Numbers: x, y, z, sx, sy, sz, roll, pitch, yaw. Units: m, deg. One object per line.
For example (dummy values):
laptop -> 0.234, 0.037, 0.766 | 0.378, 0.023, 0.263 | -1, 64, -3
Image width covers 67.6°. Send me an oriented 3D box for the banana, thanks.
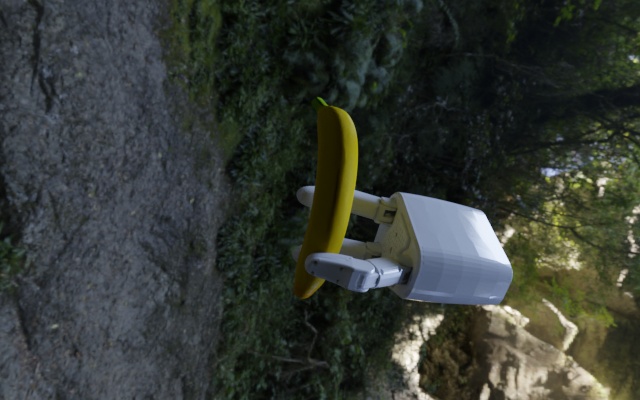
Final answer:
banana -> 0.006, -0.002, 0.444 | 0.037, 0.198, 0.069 | 8, -2, -17
